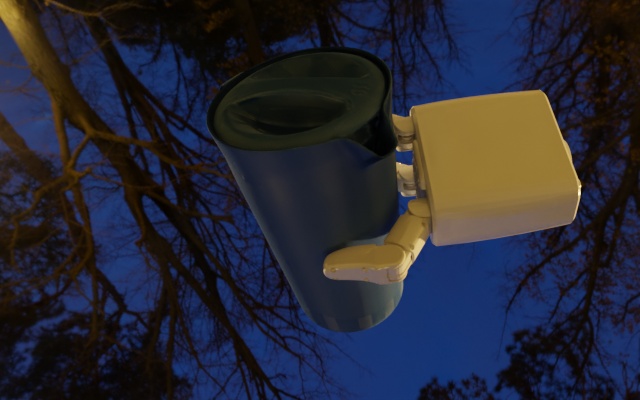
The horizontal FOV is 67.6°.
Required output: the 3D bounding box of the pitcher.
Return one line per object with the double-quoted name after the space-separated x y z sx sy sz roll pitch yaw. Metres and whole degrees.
0.000 0.001 0.416 0.145 0.243 0.149 -9 42 8 "pitcher"
